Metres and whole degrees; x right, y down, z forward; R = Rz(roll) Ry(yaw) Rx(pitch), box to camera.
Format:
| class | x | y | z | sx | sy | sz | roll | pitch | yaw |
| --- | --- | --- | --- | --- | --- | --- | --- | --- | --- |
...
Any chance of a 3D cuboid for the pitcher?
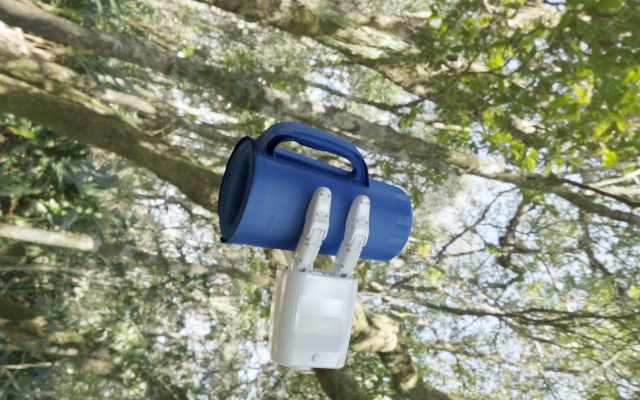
| class | x | y | z | sx | sy | sz | roll | pitch | yaw |
| --- | --- | --- | --- | --- | --- | --- | --- | --- | --- |
| pitcher | 0.000 | 0.002 | 0.616 | 0.243 | 0.145 | 0.149 | 13 | -11 | -25 |
